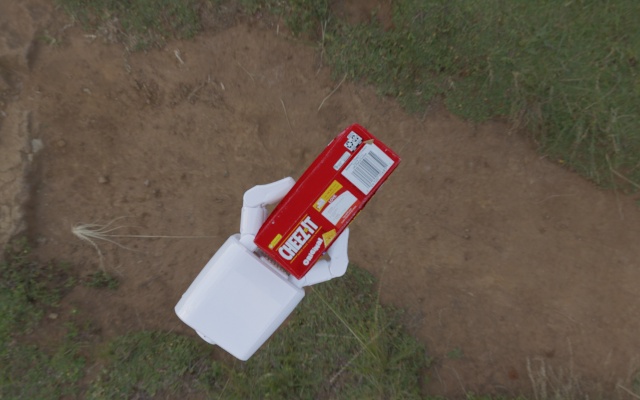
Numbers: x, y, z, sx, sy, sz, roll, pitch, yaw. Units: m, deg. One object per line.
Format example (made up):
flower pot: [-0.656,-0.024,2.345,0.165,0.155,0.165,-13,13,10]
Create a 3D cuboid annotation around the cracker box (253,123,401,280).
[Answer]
cracker box: [0.000,0.002,0.582,0.072,0.164,0.213,40,-3,-2]
